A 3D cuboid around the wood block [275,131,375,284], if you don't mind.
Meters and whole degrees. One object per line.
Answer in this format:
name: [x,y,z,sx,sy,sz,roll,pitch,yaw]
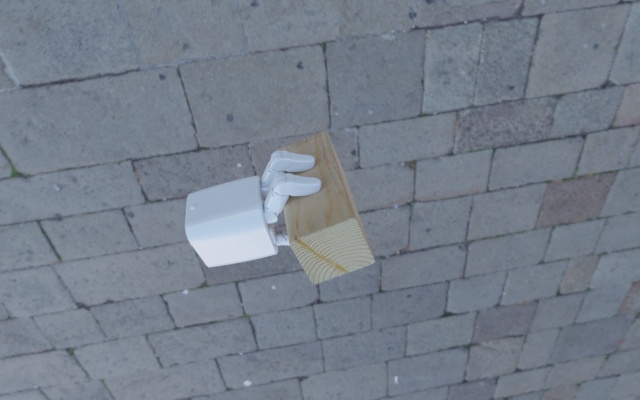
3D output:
wood block: [0.000,0.003,0.676,0.090,0.091,0.206,-21,40,6]
